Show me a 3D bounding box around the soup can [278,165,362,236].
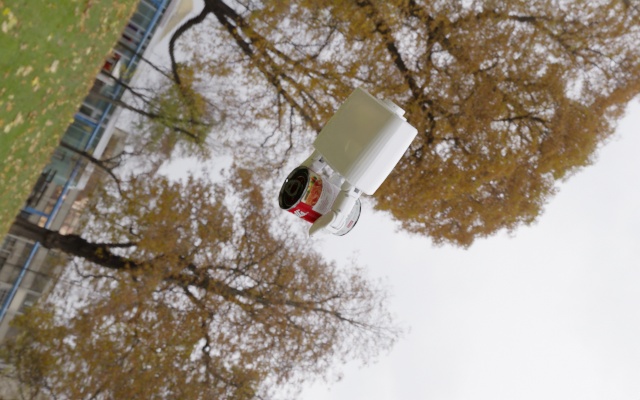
[{"bbox_3d":[0.000,0.003,0.683,0.102,0.068,0.068,29,-16,-31],"label":"soup can"}]
